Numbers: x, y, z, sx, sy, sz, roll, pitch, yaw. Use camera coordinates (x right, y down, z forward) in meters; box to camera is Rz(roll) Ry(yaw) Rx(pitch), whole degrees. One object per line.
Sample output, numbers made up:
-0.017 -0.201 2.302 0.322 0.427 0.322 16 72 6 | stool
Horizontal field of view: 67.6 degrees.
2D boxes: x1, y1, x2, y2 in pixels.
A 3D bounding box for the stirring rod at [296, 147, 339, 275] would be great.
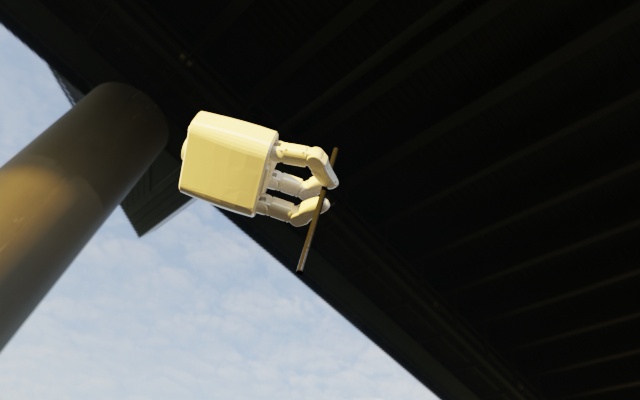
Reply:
0.000 0.002 0.605 0.011 0.011 0.239 0 39 14 | stirring rod
